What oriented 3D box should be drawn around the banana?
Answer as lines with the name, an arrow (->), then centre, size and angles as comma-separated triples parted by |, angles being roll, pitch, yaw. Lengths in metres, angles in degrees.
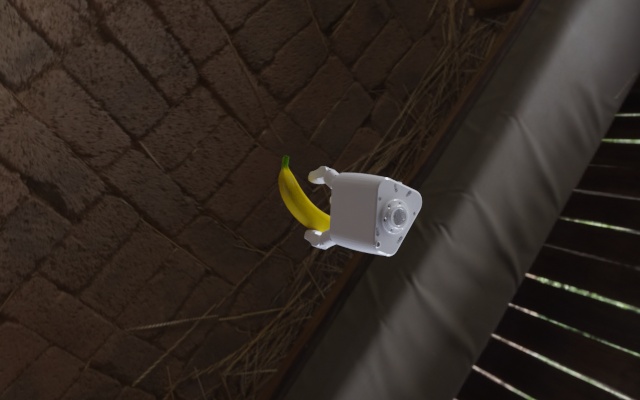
banana -> -0.013, 0.014, 0.825 | 0.198, 0.069, 0.037 | 49, -24, -26
